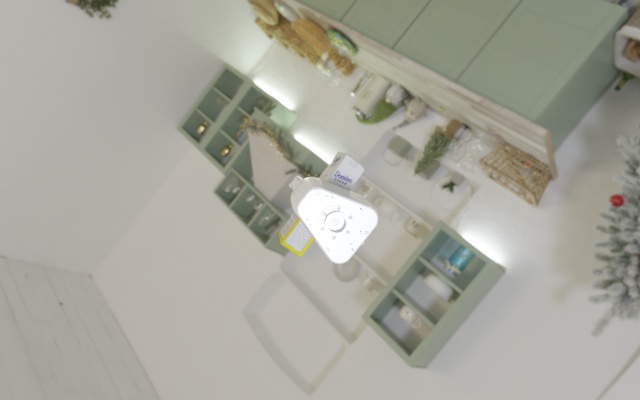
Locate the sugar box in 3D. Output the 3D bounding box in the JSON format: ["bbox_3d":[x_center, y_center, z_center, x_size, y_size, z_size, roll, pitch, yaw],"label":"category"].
[{"bbox_3d":[0.001,0.003,0.785,0.048,0.176,0.093,38,3,-11],"label":"sugar box"}]
